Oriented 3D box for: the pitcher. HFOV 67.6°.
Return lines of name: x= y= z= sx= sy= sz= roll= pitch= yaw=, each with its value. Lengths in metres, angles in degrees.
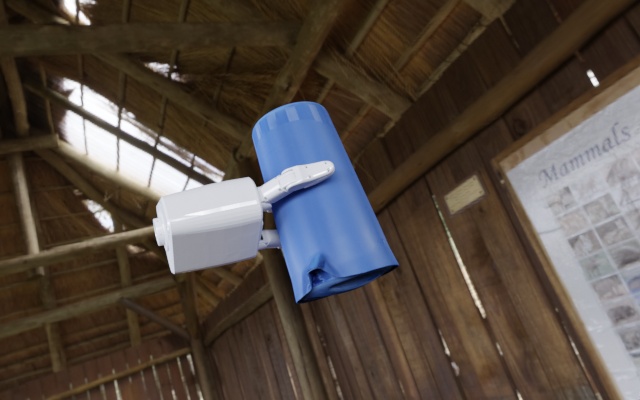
pitcher: x=0.000 y=0.002 z=0.625 sx=0.145 sy=0.242 sz=0.149 roll=-13 pitch=-18 yaw=-22
